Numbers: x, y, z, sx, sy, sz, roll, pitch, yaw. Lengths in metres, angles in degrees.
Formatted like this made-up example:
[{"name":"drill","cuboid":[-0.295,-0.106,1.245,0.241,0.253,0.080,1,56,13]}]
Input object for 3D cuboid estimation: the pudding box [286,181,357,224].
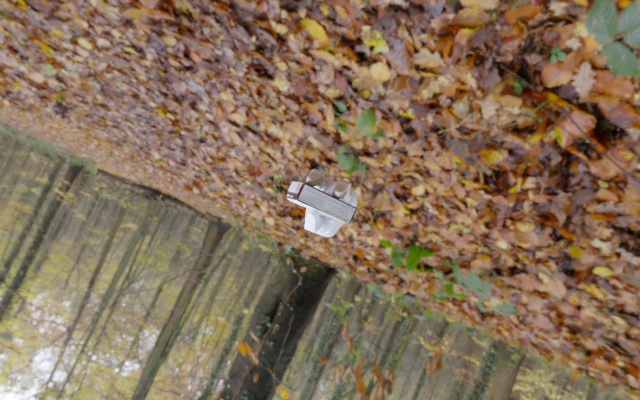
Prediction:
[{"name":"pudding box","cuboid":[0.000,0.003,0.882,0.113,0.039,0.090,23,-4,-17]}]
